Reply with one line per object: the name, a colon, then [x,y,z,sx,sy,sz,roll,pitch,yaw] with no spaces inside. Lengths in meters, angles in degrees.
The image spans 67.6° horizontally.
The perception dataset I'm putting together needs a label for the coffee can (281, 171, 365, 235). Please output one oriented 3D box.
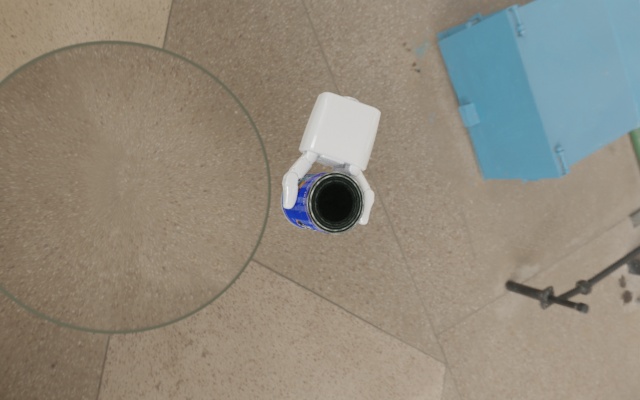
coffee can: [0.000,0.003,0.829,0.103,0.103,0.140,0,1,-22]
